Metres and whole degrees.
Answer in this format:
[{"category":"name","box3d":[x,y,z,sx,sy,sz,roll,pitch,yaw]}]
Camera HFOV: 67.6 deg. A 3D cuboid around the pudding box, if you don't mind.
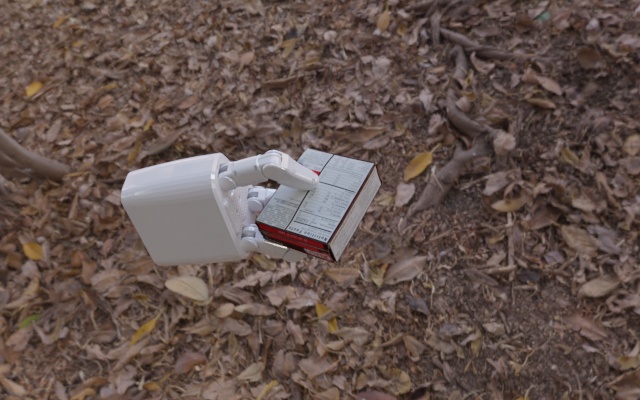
[{"category":"pudding box","box3d":[0.000,0.002,0.495,0.090,0.113,0.039,16,-31,28]}]
